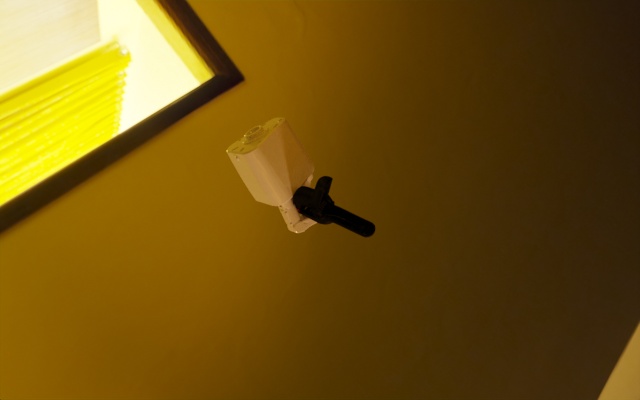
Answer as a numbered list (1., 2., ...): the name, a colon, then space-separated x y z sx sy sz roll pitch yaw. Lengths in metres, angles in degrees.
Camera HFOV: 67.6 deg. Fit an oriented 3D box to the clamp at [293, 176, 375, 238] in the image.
1. clamp: 0.000 0.002 0.747 0.039 0.120 0.171 -47 31 -24
